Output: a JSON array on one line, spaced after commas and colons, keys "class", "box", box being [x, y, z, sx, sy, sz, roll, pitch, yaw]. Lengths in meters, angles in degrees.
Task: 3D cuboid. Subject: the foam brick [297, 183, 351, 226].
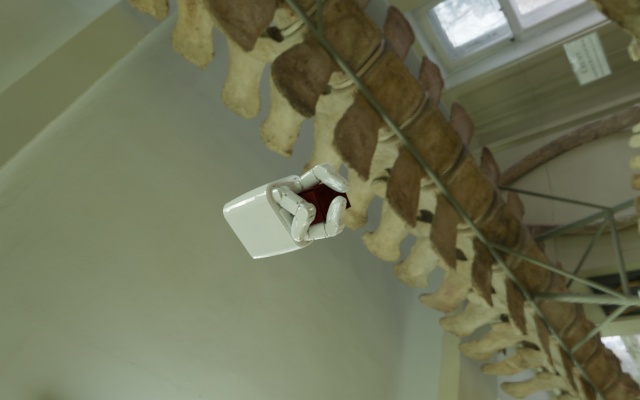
[{"class": "foam brick", "box": [0.000, 0.002, 0.734, 0.051, 0.053, 0.078, -19, 3, 36]}]
